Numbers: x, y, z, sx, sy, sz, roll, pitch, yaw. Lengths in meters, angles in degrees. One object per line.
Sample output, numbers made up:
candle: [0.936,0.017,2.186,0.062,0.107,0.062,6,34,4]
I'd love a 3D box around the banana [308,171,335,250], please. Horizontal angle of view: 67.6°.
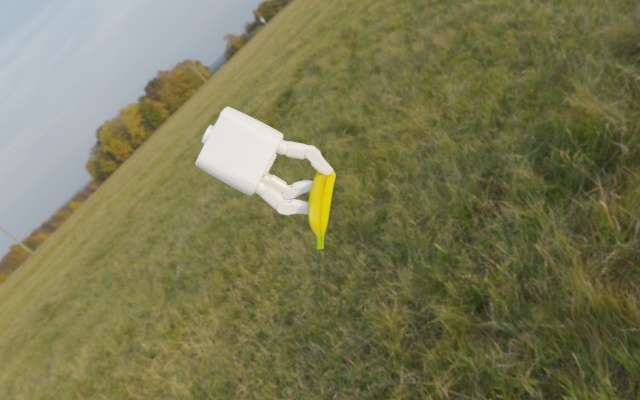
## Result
banana: [0.002,-0.009,0.815,0.037,0.070,0.197,9,41,2]
